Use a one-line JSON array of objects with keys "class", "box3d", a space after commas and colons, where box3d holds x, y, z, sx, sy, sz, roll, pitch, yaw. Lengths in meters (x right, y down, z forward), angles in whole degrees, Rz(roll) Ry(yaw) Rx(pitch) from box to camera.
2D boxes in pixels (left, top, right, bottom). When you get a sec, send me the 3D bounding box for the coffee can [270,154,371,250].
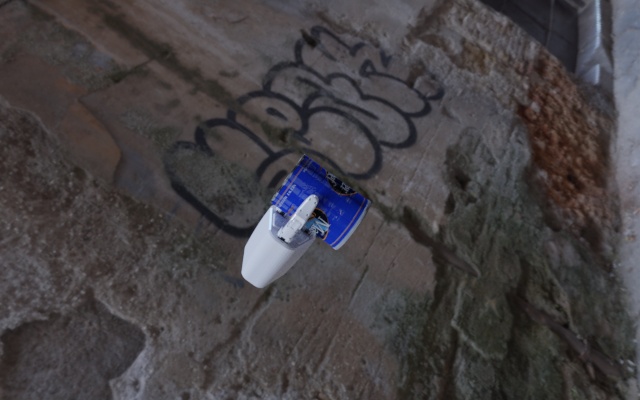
[{"class": "coffee can", "box3d": [0.000, 0.003, 0.816, 0.140, 0.103, 0.103, 36, -3, -4]}]
